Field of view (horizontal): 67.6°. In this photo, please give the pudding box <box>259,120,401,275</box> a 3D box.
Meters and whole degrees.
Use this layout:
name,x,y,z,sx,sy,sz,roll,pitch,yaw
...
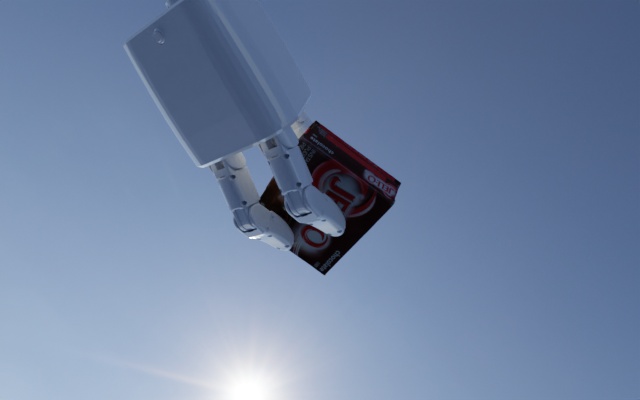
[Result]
name,x,y,z,sx,sy,sz,roll,pitch,yaw
pudding box,0.000,0.001,0.411,0.090,0.113,0.039,36,41,-3
